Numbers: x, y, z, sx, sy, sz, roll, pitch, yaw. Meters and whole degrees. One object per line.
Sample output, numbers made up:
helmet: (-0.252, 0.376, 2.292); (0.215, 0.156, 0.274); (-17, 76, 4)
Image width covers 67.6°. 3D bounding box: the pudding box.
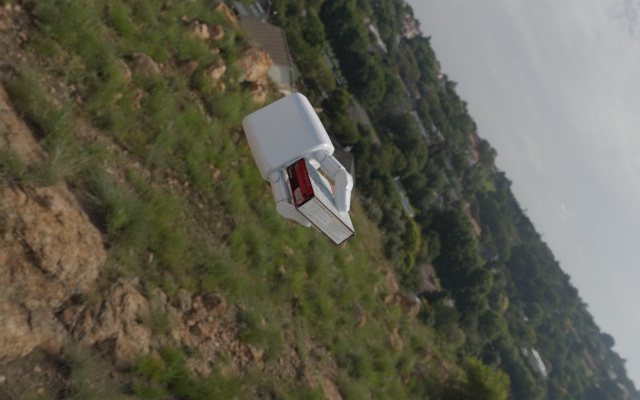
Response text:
pudding box: (0.000, 0.002, 0.710); (0.039, 0.090, 0.113); (-34, -49, 17)
